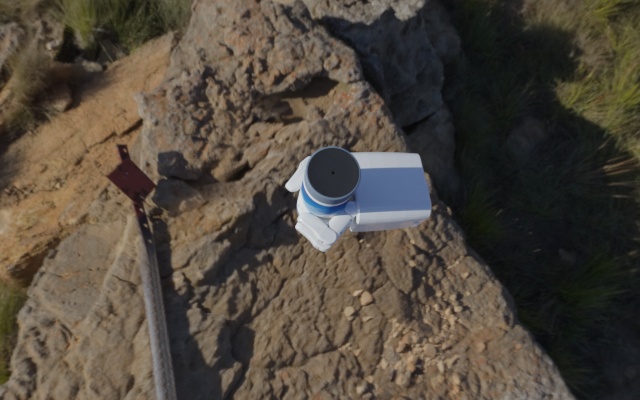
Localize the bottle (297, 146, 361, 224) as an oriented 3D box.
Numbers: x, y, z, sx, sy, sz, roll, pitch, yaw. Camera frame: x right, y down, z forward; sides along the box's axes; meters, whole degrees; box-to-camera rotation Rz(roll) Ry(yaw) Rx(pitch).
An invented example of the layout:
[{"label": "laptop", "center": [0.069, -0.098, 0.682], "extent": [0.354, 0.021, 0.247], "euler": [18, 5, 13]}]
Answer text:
[{"label": "bottle", "center": [0.000, 0.002, 0.704], "extent": [0.069, 0.069, 0.296], "euler": [0, -14, -6]}]
